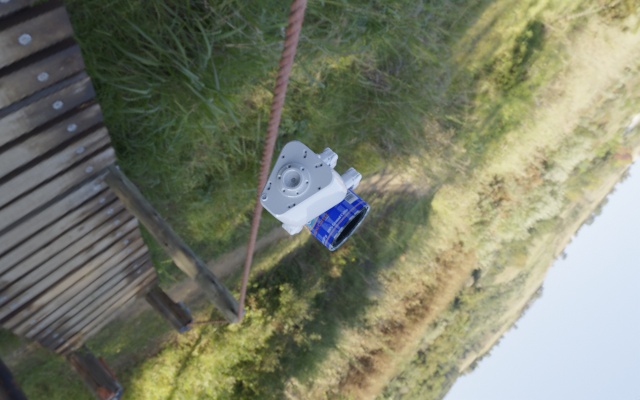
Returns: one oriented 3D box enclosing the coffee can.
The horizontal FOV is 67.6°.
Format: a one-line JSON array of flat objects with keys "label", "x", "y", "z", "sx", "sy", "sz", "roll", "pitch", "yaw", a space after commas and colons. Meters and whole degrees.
[{"label": "coffee can", "x": 0.000, "y": 0.003, "z": 0.824, "sx": 0.140, "sy": 0.103, "sz": 0.103, "roll": 41, "pitch": 12, "yaw": 14}]
